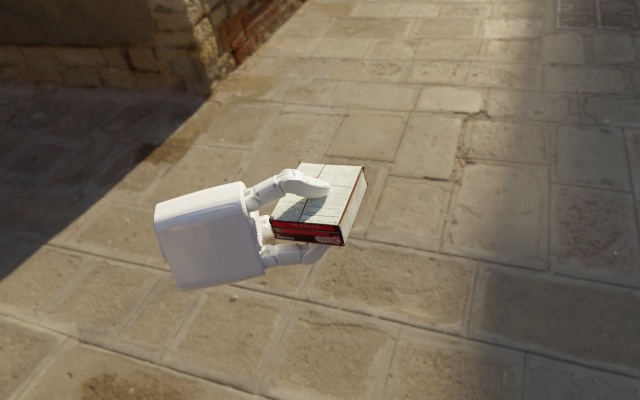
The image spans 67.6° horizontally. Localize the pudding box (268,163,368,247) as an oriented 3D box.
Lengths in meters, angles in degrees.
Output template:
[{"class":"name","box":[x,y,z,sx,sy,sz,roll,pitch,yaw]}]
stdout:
[{"class":"pudding box","box":[0.000,0.002,0.581,0.090,0.039,0.113,5,45,21]}]
